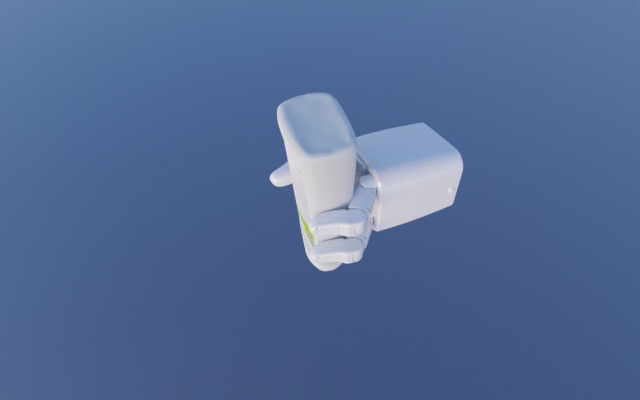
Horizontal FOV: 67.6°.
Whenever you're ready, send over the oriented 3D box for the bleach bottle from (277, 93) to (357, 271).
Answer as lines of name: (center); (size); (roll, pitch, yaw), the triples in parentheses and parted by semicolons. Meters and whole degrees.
bleach bottle: (0.000, 0.002, 0.572); (0.068, 0.102, 0.251); (-16, -37, -10)
